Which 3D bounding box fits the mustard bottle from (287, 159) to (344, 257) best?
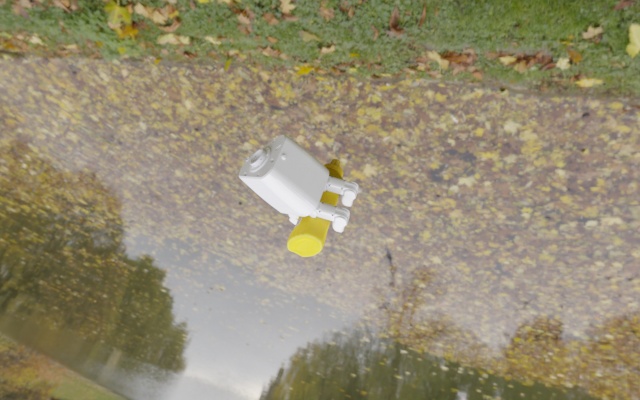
[{"bbox_3d":[0.000,0.003,0.865,0.058,0.191,0.096,26,-30,-10],"label":"mustard bottle"}]
